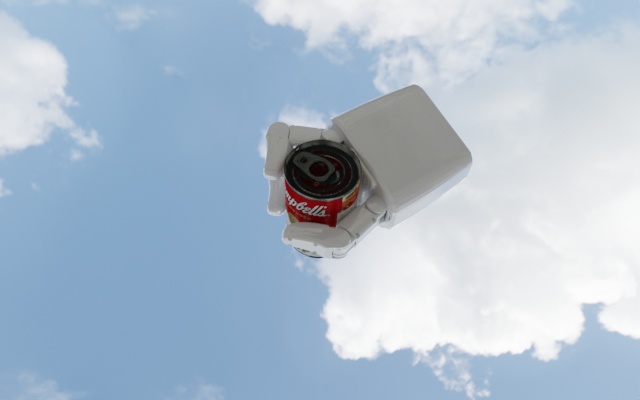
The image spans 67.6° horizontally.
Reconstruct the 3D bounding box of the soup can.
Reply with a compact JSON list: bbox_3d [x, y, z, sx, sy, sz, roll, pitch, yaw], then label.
[{"bbox_3d":[0.000,0.002,0.452,0.068,0.068,0.102,0,-36,-3],"label":"soup can"}]
